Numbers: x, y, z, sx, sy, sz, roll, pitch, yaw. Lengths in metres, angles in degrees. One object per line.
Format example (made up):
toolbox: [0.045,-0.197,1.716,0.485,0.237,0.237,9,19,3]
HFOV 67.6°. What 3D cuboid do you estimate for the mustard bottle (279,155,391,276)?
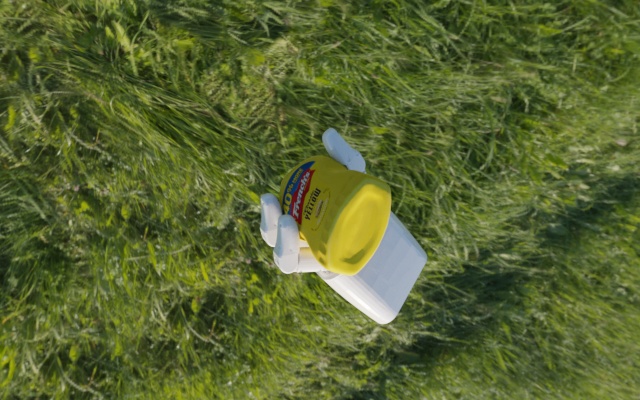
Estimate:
mustard bottle: [0.000,0.002,0.516,0.058,0.096,0.191,17,8,-26]
